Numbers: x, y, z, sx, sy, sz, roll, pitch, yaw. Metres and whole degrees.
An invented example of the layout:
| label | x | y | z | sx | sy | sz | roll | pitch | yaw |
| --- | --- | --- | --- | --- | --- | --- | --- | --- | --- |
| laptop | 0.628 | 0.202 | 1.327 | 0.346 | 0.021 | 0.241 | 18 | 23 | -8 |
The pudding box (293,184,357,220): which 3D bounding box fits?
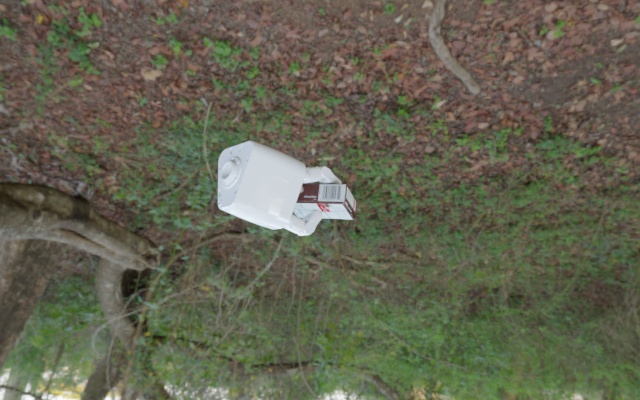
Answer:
| label | x | y | z | sx | sy | sz | roll | pitch | yaw |
| --- | --- | --- | --- | --- | --- | --- | --- | --- | --- |
| pudding box | 0.000 | 0.003 | 0.841 | 0.113 | 0.039 | 0.090 | 3 | -18 | 17 |
